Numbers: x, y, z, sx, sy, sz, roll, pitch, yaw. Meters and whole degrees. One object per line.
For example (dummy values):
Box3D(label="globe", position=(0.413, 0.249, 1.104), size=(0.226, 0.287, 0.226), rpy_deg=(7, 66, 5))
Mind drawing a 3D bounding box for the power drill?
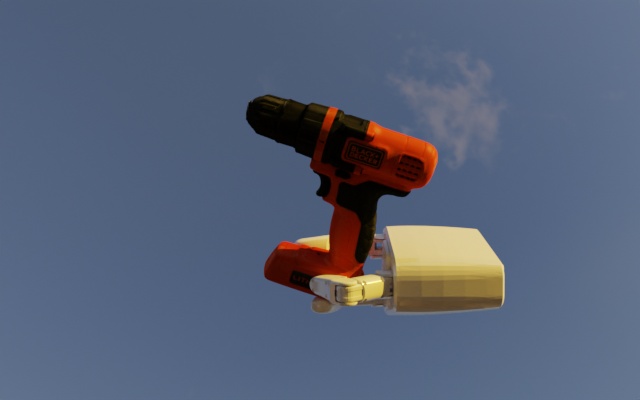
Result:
Box3D(label="power drill", position=(0.000, 0.002, 0.475), size=(0.184, 0.188, 0.057), rpy_deg=(19, 25, 3))
